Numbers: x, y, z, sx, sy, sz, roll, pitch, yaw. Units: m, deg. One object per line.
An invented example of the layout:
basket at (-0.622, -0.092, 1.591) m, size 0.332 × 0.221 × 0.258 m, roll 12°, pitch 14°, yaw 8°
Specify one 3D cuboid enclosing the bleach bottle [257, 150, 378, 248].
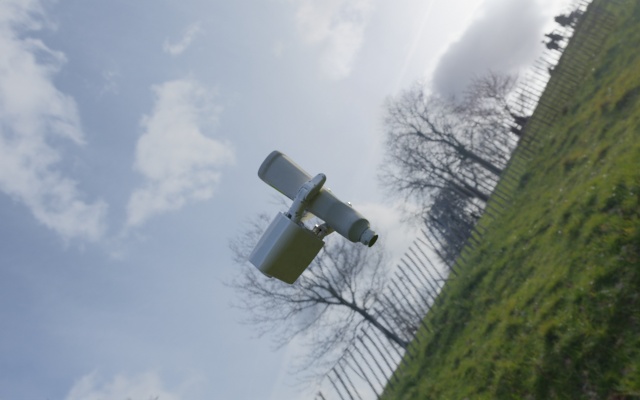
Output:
bleach bottle at (0.000, 0.003, 0.889) m, size 0.250 × 0.068 × 0.102 m, roll 36°, pitch 1°, yaw 27°
